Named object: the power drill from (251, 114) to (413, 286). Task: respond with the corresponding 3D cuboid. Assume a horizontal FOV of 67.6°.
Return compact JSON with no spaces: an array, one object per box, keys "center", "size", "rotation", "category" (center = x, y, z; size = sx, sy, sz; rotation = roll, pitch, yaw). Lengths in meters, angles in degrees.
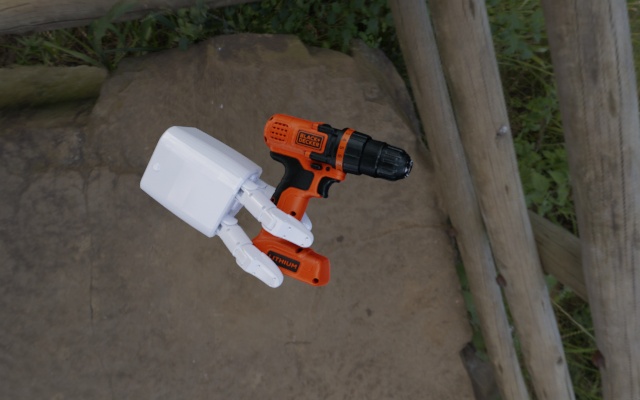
[{"center":[0.000,0.002,0.573],"size":[0.184,0.187,0.057],"rotation":[18,3,19],"category":"power drill"}]
